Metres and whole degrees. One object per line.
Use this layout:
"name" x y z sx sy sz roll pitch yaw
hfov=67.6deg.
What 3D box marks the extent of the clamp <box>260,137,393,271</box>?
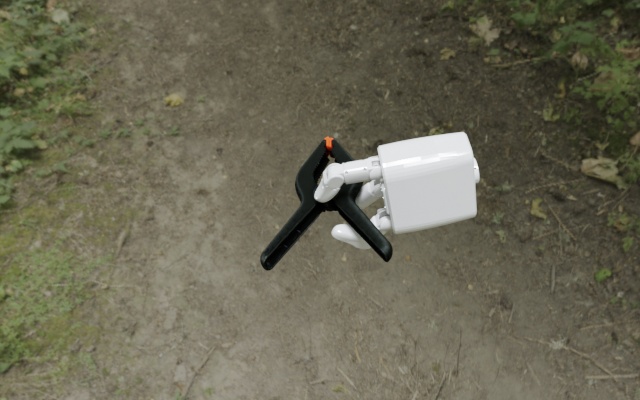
"clamp" 0.000 0.001 0.635 0.164 0.209 0.036 -11 -39 8
